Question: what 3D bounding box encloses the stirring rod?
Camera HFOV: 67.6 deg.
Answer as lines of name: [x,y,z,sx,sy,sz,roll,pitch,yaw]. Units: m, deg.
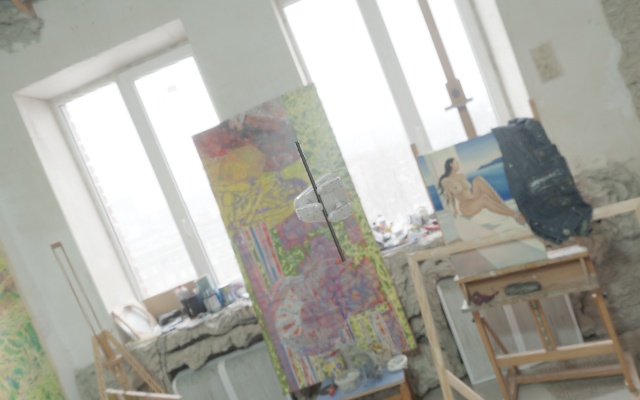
stirring rod: [0.000,0.003,0.891,0.011,0.239,0.011,-22,4,2]
